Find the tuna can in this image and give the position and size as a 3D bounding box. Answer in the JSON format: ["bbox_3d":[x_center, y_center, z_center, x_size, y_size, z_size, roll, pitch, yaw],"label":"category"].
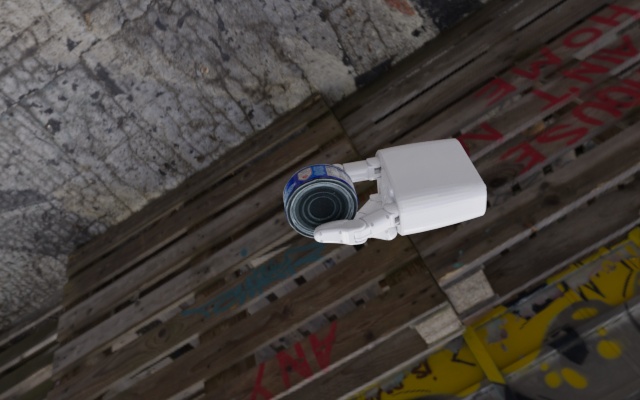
[{"bbox_3d":[0.000,0.002,0.555,0.086,0.086,0.033,0,33,-8],"label":"tuna can"}]
